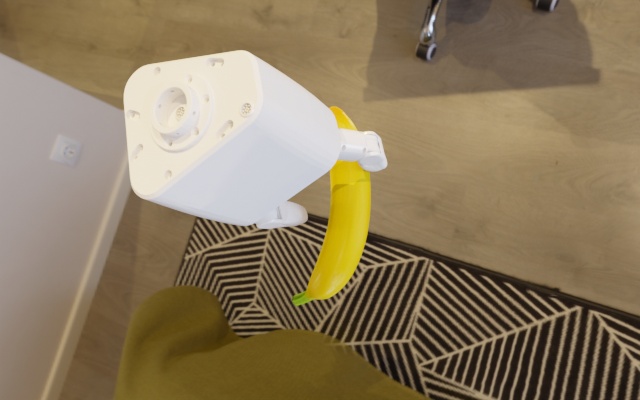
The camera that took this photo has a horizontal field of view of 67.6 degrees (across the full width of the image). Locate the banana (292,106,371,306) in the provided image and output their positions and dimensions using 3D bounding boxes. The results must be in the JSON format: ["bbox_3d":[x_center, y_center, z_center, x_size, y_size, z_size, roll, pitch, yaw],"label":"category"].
[{"bbox_3d":[0.015,0.007,0.446,0.069,0.198,0.037,9,-4,30],"label":"banana"}]
